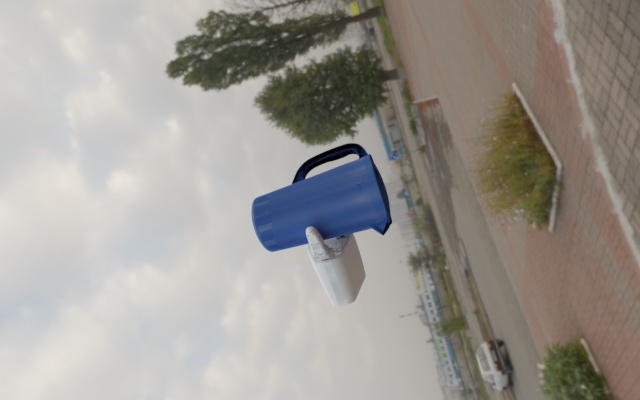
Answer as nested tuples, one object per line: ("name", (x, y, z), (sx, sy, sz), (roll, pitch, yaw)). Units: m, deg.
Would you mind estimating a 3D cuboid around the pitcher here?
("pitcher", (0.000, 0.003, 0.880), (0.243, 0.145, 0.149), (-17, 23, 10))
